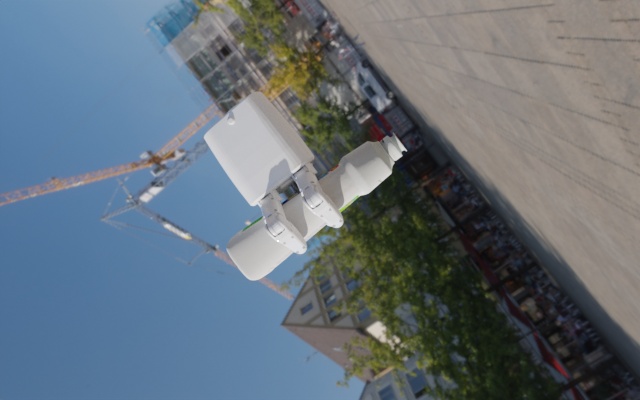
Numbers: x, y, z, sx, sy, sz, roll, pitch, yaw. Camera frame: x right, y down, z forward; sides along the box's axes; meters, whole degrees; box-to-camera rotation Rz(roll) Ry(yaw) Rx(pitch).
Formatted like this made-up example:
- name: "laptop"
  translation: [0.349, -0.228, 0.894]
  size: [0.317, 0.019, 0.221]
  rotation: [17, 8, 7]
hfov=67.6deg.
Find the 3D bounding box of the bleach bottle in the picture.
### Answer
- name: "bleach bottle"
  translation: [0.000, 0.002, 0.611]
  size: [0.251, 0.068, 0.102]
  rotation: [-37, 0, 12]
